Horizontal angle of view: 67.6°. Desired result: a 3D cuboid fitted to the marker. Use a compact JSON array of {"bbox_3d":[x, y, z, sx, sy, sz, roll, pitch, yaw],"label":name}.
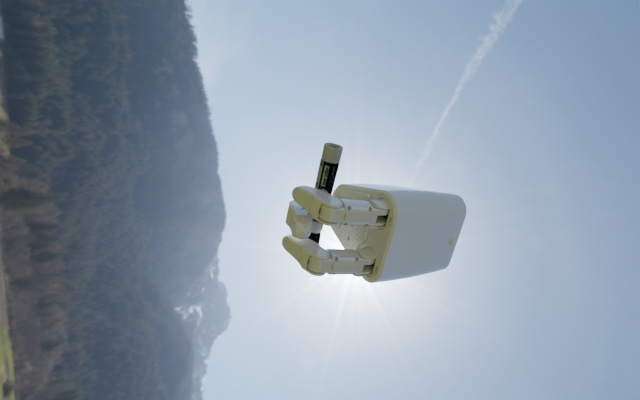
[{"bbox_3d":[0.000,0.002,0.483,0.020,0.121,0.020,12,21,-5],"label":"marker"}]
